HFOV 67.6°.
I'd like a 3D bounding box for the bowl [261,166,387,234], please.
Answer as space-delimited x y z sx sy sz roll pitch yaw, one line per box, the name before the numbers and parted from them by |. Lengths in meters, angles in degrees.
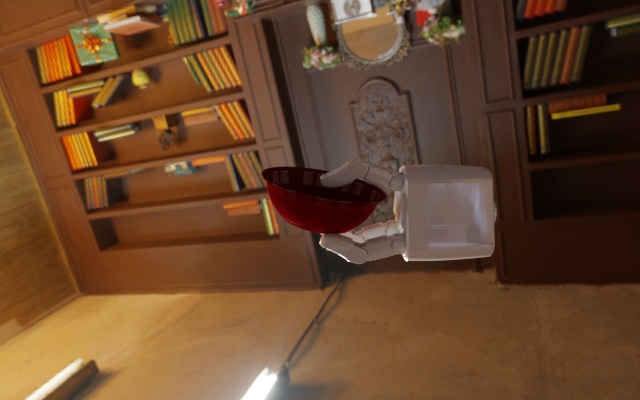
bowl | -0.001 0.002 0.614 0.162 0.055 0.162 11 15 -3
